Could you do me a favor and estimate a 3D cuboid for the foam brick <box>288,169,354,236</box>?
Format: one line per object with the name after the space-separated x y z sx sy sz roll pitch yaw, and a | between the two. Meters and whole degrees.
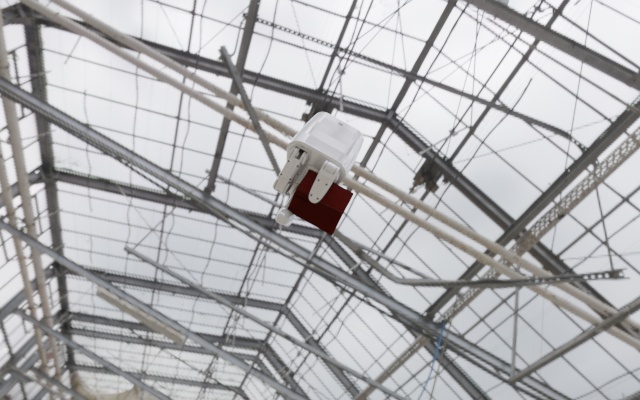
0.000 0.003 0.702 0.078 0.053 0.051 29 44 3 | foam brick
